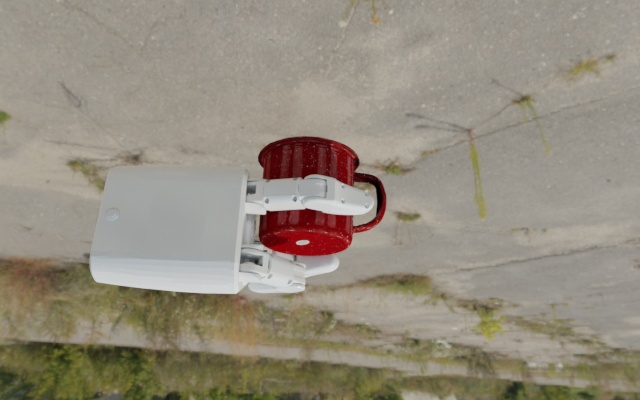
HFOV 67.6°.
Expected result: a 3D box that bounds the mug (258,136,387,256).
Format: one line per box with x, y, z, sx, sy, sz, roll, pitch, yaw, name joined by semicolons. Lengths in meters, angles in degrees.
0.002;0.002;0.425;0.117;0.081;0.093;2;-22;-2;mug
